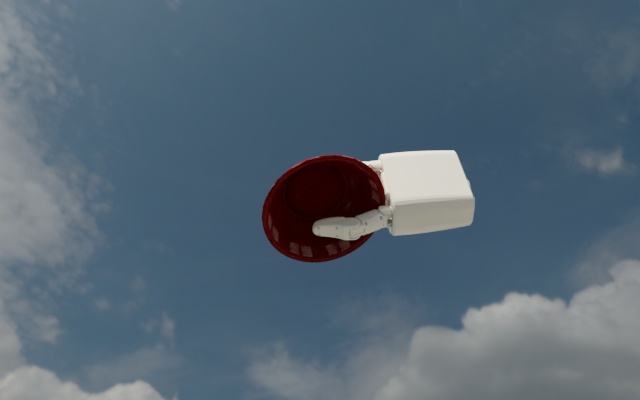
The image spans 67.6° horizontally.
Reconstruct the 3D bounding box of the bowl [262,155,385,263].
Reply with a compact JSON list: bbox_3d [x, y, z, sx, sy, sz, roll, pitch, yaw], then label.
[{"bbox_3d":[-0.001,0.002,0.623,0.162,0.162,0.055,0,32,-17],"label":"bowl"}]
